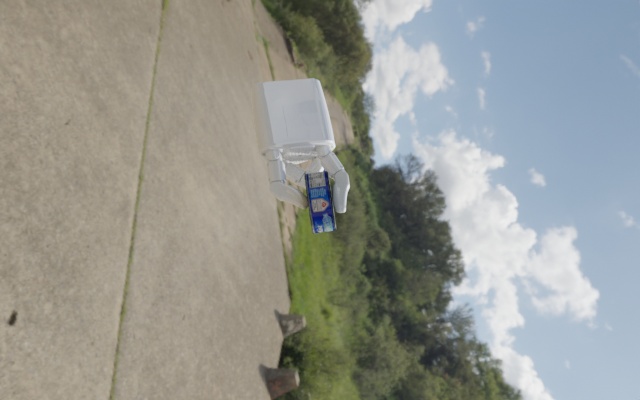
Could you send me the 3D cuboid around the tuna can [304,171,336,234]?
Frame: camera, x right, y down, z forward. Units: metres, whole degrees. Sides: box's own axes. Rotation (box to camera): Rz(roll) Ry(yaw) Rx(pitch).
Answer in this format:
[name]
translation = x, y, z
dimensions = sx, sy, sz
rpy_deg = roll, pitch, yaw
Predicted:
[tuna can]
translation = 0.001, 0.002, 0.668
dimensions = 0.034, 0.086, 0.086
rpy_deg = -8, 0, 1
